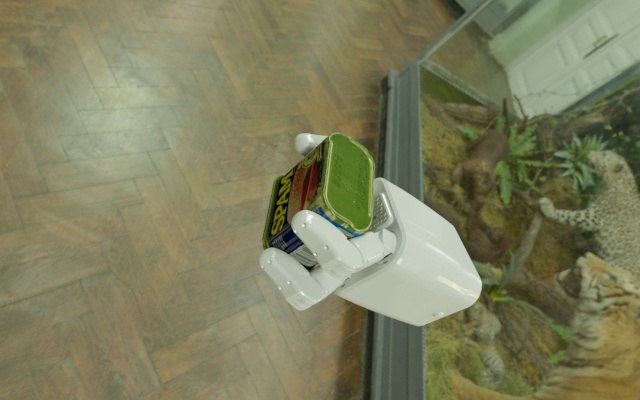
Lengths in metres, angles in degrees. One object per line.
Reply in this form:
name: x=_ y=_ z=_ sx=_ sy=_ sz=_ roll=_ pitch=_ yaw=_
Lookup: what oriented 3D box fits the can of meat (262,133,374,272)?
can of meat: x=0.000 y=0.001 z=0.417 sx=0.057 sy=0.102 sz=0.084 roll=30 pitch=-46 yaw=-25
